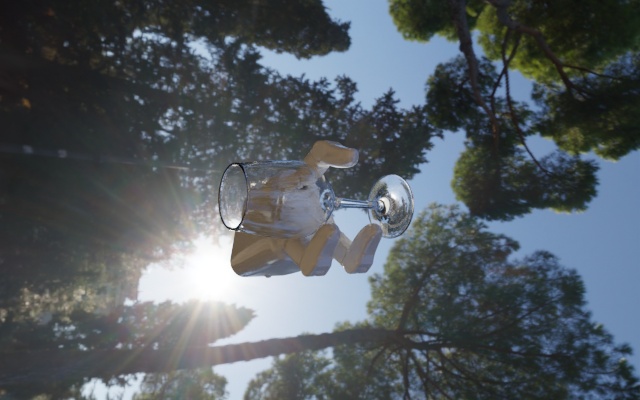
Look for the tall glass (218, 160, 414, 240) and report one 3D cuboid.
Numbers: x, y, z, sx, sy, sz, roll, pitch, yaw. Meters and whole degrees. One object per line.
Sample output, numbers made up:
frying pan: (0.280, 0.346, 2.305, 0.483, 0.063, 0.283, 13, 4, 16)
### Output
tall glass: (0.001, 0.002, 0.490, 0.201, 0.079, 0.079, 4, -2, -37)
